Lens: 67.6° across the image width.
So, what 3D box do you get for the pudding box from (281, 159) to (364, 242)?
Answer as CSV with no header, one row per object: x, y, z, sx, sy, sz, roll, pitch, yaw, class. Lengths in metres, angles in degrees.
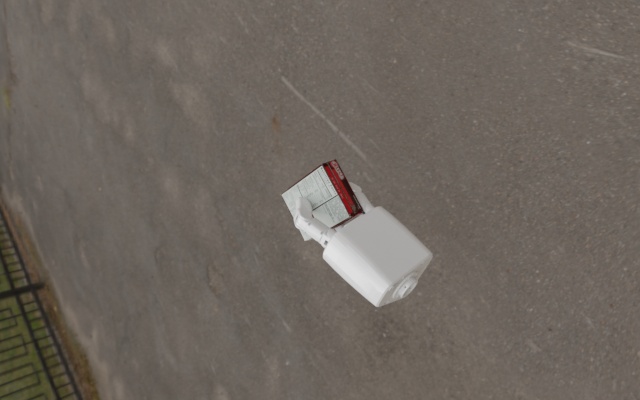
0.000,0.002,0.725,0.113,0.090,0.039,-32,-8,41,pudding box
